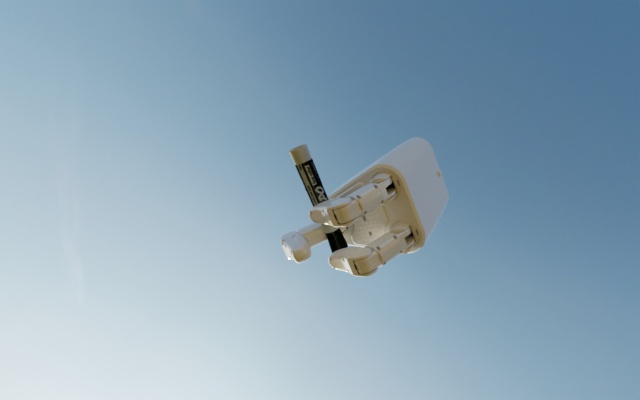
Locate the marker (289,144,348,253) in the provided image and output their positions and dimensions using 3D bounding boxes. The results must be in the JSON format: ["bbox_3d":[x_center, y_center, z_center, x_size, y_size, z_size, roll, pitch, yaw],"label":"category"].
[{"bbox_3d":[0.000,0.002,0.486,0.020,0.121,0.020,-22,13,5],"label":"marker"}]
